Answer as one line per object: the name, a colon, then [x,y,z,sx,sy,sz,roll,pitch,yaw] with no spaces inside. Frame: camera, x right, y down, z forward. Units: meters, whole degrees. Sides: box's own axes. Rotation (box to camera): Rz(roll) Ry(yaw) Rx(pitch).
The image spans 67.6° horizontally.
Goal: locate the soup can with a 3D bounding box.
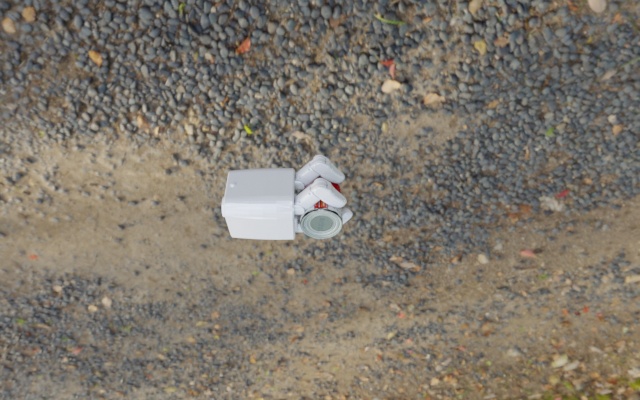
soup can: [0.001,0.003,0.767,0.068,0.069,0.102,0,44,-2]
